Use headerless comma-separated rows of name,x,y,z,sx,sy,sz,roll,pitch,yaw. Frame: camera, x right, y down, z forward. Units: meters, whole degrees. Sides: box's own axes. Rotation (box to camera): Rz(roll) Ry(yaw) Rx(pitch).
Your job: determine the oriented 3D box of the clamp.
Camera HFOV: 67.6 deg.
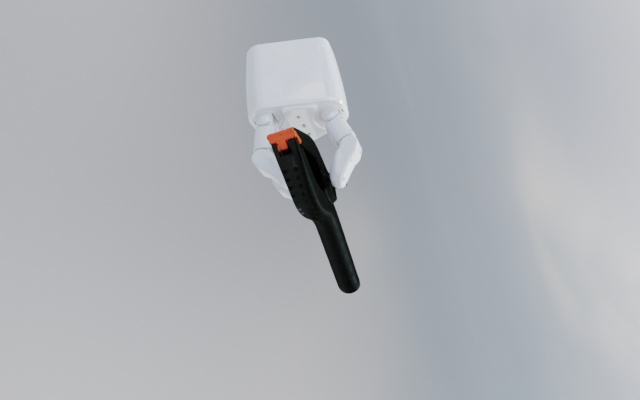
clamp,0.001,0.001,0.518,0.036,0.164,0.210,-16,-30,13
